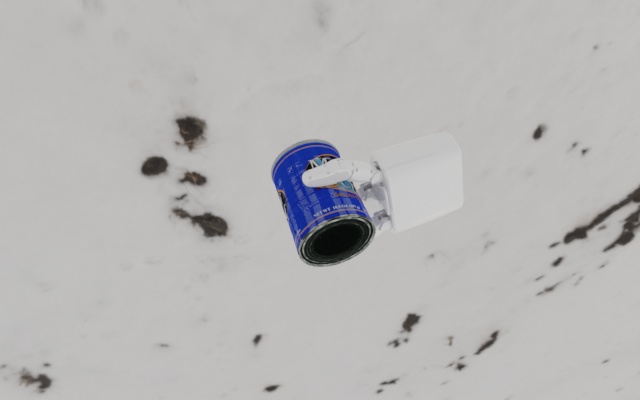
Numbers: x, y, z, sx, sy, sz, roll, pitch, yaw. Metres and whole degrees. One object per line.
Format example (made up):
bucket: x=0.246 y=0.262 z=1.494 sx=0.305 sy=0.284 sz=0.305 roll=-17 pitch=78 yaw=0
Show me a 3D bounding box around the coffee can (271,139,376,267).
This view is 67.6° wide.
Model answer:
coffee can: x=0.000 y=0.002 z=0.637 sx=0.103 sy=0.140 sz=0.103 roll=-14 pitch=-38 yaw=-11
